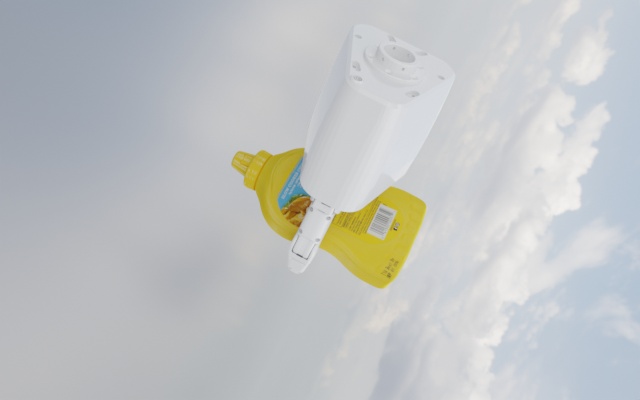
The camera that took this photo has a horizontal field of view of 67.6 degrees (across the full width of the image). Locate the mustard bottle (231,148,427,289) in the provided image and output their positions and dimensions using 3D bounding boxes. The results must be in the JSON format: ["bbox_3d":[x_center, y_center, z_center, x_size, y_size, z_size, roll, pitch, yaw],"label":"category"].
[{"bbox_3d":[0.000,0.002,0.467,0.191,0.096,0.058,27,-23,4],"label":"mustard bottle"}]
